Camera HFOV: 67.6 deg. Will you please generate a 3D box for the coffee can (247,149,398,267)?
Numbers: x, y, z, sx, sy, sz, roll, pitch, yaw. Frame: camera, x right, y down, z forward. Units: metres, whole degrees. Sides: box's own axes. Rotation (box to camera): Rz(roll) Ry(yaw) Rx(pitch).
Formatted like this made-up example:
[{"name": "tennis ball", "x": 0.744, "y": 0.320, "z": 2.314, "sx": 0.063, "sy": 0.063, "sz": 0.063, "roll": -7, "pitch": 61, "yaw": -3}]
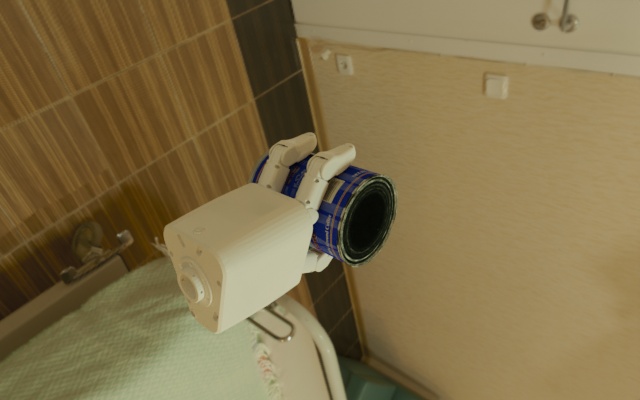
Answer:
[{"name": "coffee can", "x": 0.000, "y": 0.002, "z": 0.539, "sx": 0.140, "sy": 0.103, "sz": 0.103, "roll": 21, "pitch": 13, "yaw": 37}]
